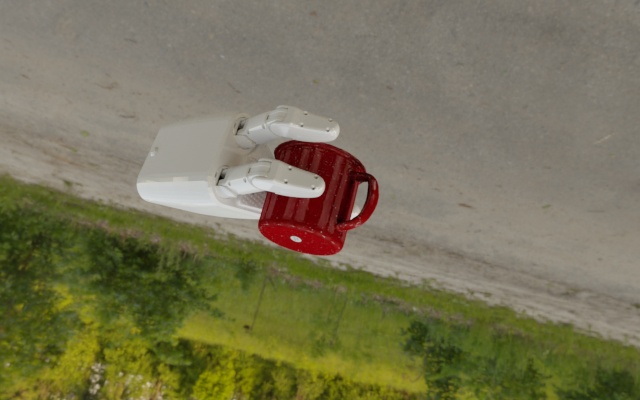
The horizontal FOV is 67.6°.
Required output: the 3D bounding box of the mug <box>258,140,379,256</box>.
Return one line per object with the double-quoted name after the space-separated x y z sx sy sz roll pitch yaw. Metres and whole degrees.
0.001 0.002 0.443 0.117 0.081 0.093 0 -26 33 "mug"
